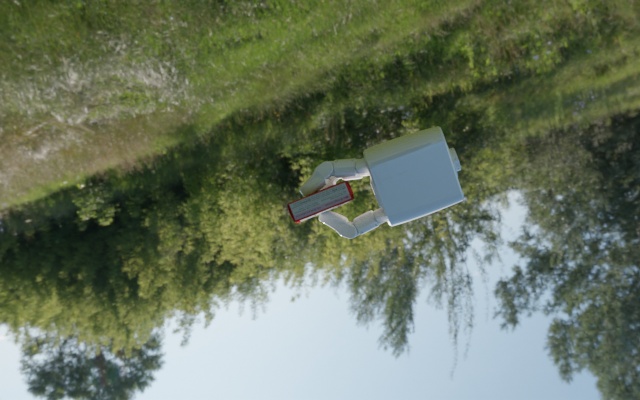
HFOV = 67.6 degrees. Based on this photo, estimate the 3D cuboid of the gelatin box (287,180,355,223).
[{"bbox_3d":[0.000,0.003,0.666,0.089,0.030,0.073,-23,-2,-2],"label":"gelatin box"}]
